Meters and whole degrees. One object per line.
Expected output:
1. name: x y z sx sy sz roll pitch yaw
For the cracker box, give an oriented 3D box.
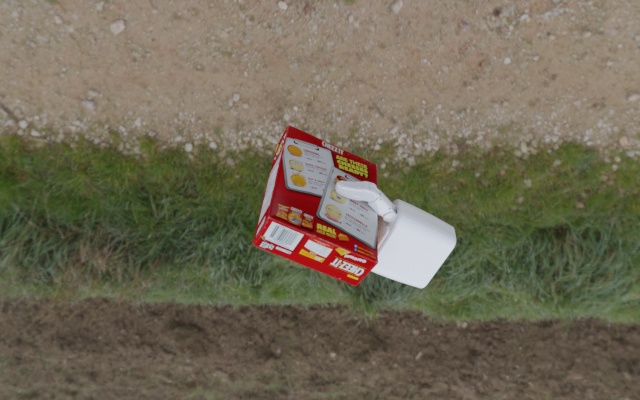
1. cracker box: 0.000 0.002 0.710 0.164 0.213 0.072 23 -50 -15
